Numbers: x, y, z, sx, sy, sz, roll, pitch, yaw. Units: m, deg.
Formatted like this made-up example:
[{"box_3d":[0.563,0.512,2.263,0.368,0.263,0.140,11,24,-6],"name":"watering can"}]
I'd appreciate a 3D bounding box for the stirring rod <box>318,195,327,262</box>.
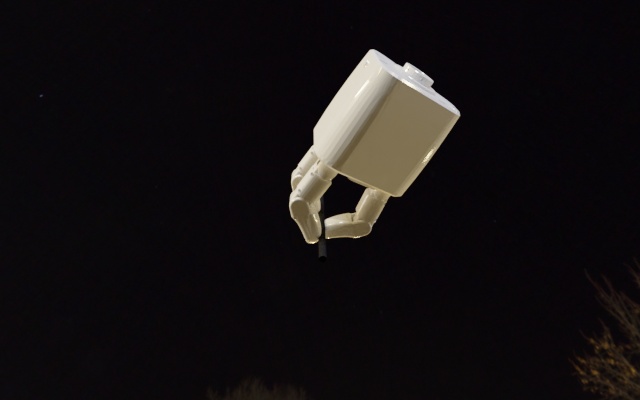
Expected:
[{"box_3d":[0.000,0.002,0.579,0.011,0.011,0.239,0,28,-1],"name":"stirring rod"}]
